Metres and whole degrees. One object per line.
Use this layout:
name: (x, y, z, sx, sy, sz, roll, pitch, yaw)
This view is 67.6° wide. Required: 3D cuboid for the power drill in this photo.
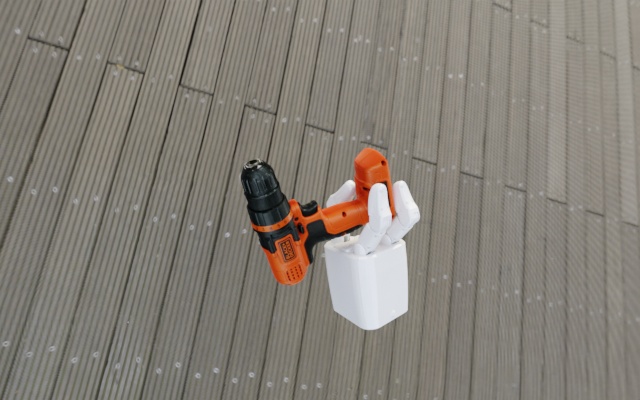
power drill: (0.001, 0.002, 0.615, 0.187, 0.185, 0.057, -25, 36, -15)
